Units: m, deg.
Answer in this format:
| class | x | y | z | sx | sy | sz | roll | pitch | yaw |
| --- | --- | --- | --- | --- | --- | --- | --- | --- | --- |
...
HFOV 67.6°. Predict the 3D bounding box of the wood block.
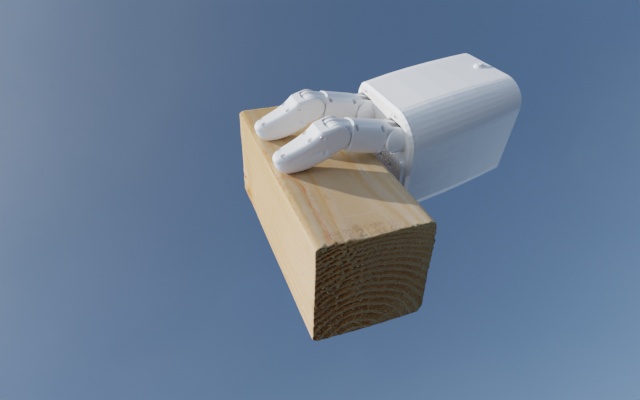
| class | x | y | z | sx | sy | sz | roll | pitch | yaw |
| --- | --- | --- | --- | --- | --- | --- | --- | --- | --- |
| wood block | 0.000 | 0.001 | 0.405 | 0.090 | 0.091 | 0.206 | -12 | 37 | -17 |
